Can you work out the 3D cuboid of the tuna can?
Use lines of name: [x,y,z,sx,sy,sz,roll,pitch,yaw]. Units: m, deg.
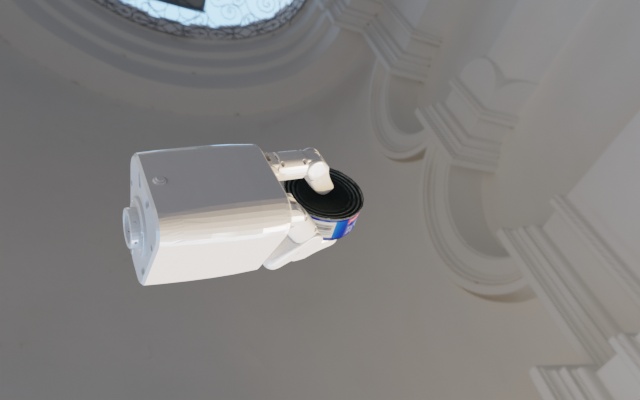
tuna can: [0.000,0.002,0.504,0.086,0.034,0.086,11,39,-9]
